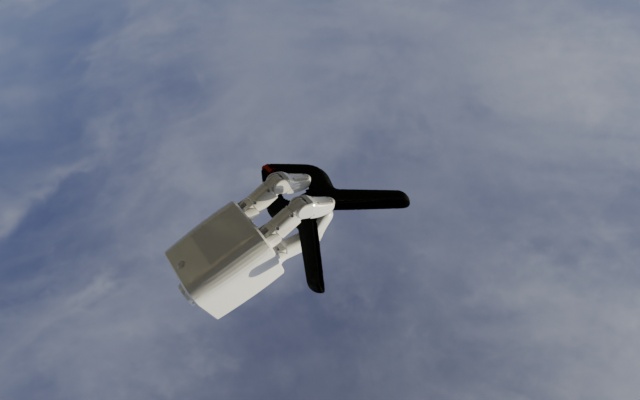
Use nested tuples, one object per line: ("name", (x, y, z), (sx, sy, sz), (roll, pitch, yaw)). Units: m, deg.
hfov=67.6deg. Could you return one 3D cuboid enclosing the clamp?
("clamp", (0.000, 0.002, 0.625), (0.210, 0.164, 0.036), (44, -13, 38))
